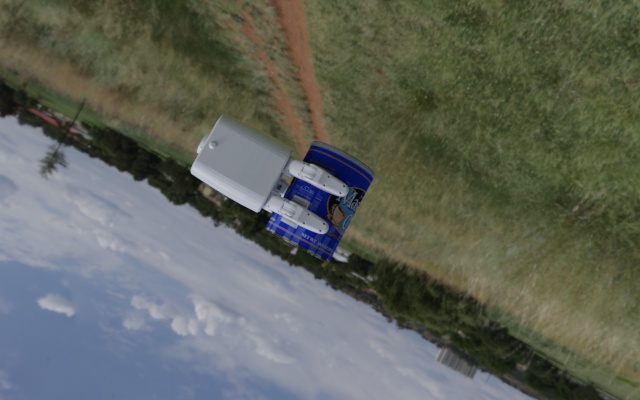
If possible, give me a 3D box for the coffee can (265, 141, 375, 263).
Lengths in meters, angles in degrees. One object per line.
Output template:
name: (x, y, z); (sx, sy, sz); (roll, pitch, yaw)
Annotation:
coffee can: (0.000, 0.002, 0.674); (0.103, 0.140, 0.103); (28, -5, 3)
